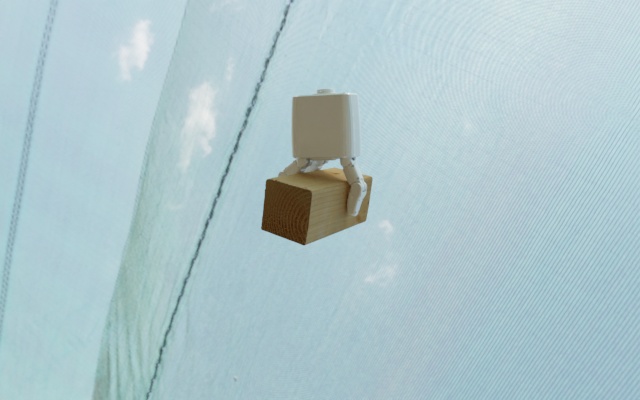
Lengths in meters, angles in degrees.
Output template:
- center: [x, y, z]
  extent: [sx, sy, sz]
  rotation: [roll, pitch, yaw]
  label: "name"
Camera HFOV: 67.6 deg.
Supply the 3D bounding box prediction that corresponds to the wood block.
- center: [0.001, 0.002, 0.826]
  extent: [0.091, 0.090, 0.206]
  rotation: [16, 17, 30]
  label: "wood block"
